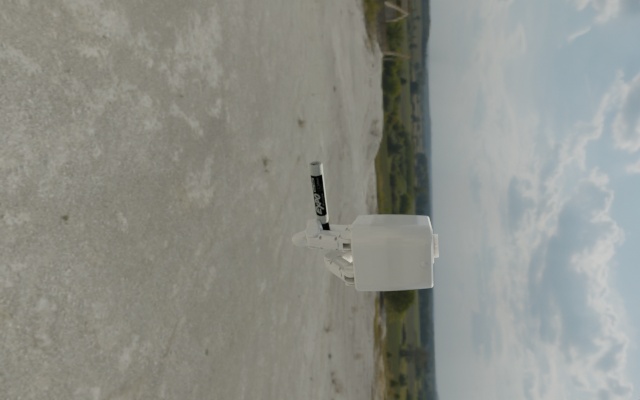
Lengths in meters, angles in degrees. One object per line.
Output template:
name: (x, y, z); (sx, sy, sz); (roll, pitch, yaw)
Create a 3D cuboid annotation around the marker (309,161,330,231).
marker: (0.000, 0.002, 0.689); (0.020, 0.121, 0.020); (-6, 26, 3)
